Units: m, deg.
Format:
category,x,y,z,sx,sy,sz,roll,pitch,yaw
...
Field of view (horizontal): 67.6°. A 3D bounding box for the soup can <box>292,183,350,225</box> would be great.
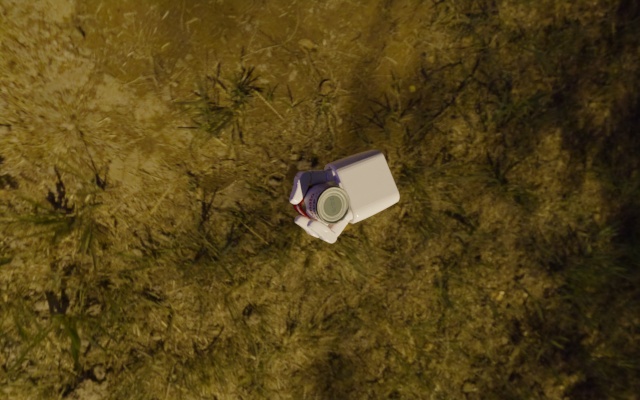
category,x,y,z,sx,sy,sz,roll,pitch,yaw
soup can,0.000,0.003,0.850,0.068,0.068,0.102,0,7,-28
